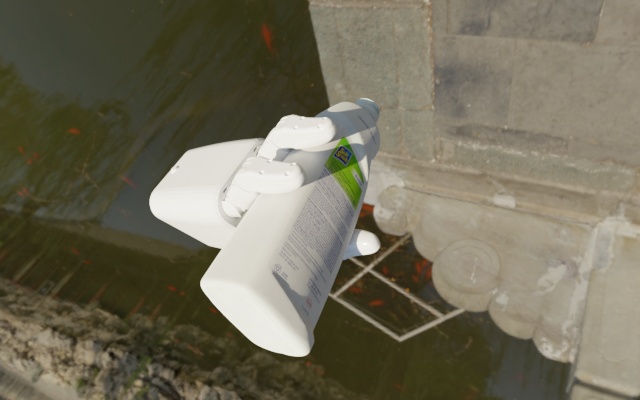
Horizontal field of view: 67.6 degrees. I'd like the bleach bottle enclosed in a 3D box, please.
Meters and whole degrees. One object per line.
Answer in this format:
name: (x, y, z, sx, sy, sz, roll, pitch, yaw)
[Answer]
bleach bottle: (0.000, 0.001, 0.429, 0.068, 0.250, 0.103, -1, -45, 37)
